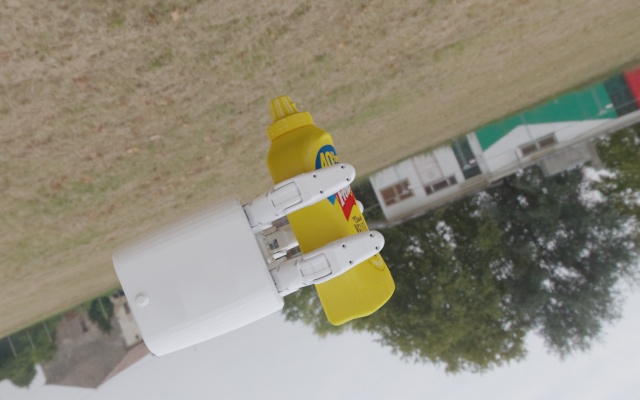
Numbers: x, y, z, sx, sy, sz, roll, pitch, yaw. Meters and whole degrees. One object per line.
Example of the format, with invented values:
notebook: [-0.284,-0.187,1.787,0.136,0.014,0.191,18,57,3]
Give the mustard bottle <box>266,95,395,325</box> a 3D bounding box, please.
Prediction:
mustard bottle: [0.000,0.001,0.408,0.058,0.191,0.096,-24,-2,20]
